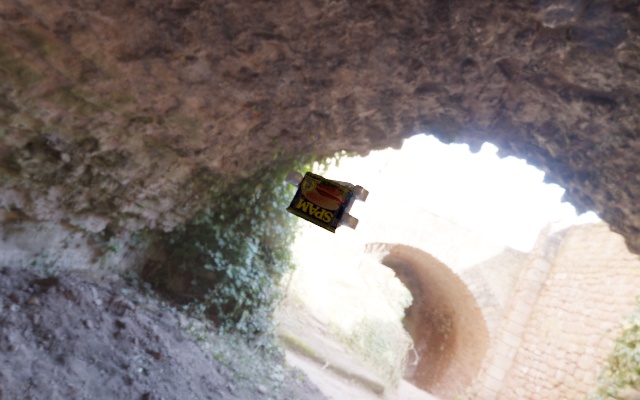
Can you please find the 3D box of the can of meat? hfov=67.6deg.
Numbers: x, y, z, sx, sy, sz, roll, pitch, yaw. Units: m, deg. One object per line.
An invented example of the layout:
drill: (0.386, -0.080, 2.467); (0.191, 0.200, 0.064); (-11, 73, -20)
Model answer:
can of meat: (0.000, 0.003, 0.886); (0.102, 0.084, 0.057); (25, -7, 9)
